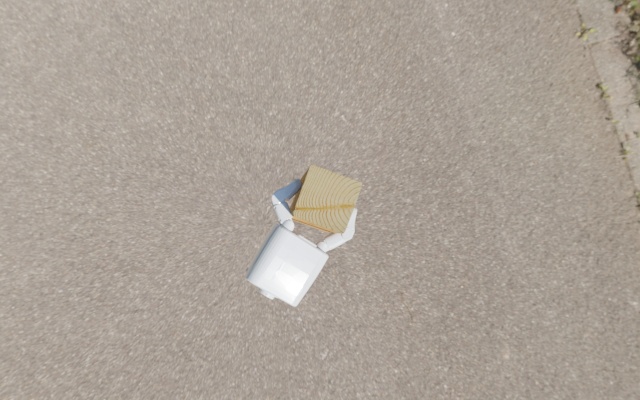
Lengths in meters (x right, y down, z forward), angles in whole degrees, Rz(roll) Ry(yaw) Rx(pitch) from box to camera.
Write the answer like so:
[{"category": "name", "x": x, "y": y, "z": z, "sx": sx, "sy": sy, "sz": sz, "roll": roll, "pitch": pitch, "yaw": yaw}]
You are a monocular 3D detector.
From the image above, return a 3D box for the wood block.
[{"category": "wood block", "x": 0.000, "y": 0.003, "z": 0.856, "sx": 0.091, "sy": 0.090, "sz": 0.206, "roll": 20, "pitch": -5, "yaw": -5}]
